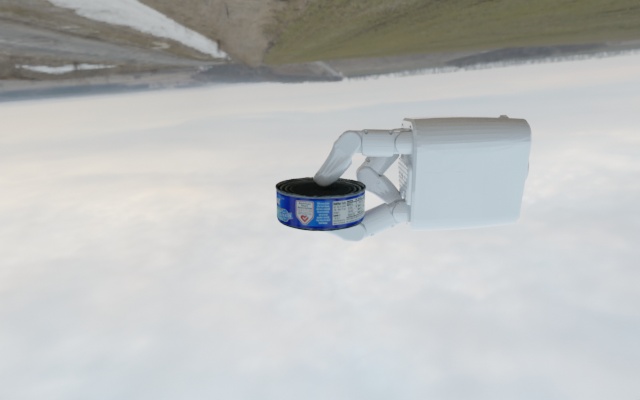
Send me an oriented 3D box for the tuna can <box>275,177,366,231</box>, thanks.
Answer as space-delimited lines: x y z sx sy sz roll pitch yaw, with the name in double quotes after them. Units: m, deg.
0.000 0.002 0.455 0.086 0.034 0.086 0 14 0 "tuna can"
